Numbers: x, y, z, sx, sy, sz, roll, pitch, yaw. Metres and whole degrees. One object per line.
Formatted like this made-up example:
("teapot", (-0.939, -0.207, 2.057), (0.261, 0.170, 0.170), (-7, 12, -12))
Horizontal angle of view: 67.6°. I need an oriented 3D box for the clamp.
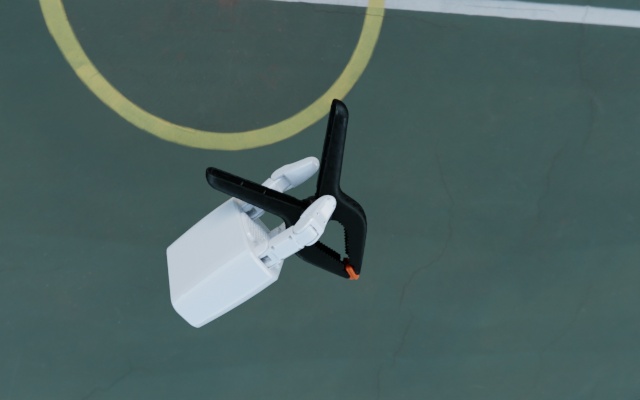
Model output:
("clamp", (0.000, 0.003, 0.533), (0.164, 0.210, 0.036), (-33, 25, 10))
